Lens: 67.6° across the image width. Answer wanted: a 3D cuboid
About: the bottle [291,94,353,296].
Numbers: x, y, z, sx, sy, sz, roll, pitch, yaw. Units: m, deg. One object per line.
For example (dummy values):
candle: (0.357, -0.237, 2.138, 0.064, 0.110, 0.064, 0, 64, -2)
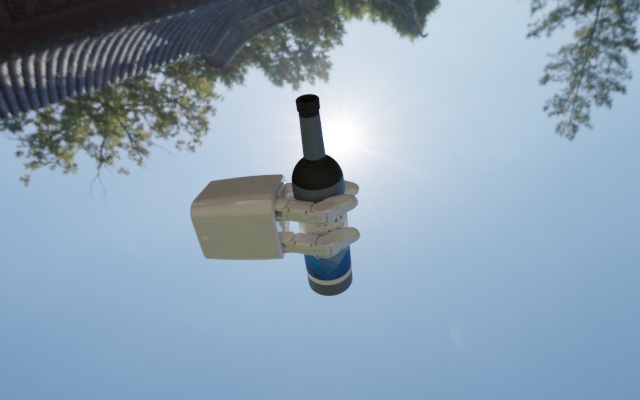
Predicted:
bottle: (0.000, 0.002, 0.623, 0.069, 0.296, 0.069, -5, 38, 4)
